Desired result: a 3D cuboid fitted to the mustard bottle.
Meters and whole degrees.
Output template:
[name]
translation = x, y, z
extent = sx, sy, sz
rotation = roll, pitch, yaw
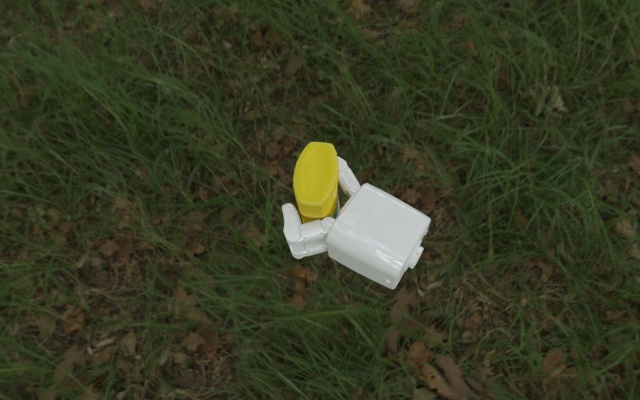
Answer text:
[mustard bottle]
translation = 0.000, 0.002, 0.697
extent = 0.058, 0.096, 0.192
rotation = 5, -24, 6
